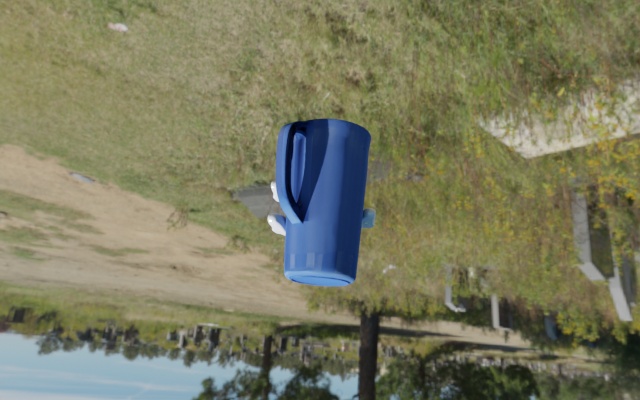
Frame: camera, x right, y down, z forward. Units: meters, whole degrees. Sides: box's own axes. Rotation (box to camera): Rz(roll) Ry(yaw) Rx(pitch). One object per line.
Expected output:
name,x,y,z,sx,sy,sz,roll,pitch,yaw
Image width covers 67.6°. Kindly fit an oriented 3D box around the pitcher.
pitcher,0.000,0.002,0.735,0.149,0.242,0.145,6,-17,-5
